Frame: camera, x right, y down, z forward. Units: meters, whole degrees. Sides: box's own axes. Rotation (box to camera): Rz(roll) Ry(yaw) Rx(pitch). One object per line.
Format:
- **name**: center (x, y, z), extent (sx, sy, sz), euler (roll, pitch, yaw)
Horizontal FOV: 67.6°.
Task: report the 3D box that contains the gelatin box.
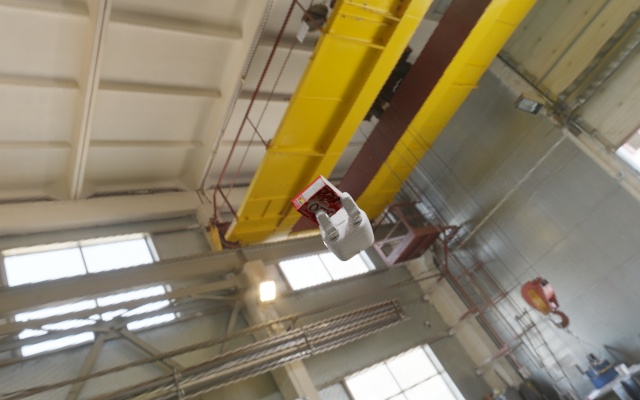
- **gelatin box**: center (0.000, 0.002, 0.878), extent (0.073, 0.030, 0.089), euler (-41, -38, 9)
